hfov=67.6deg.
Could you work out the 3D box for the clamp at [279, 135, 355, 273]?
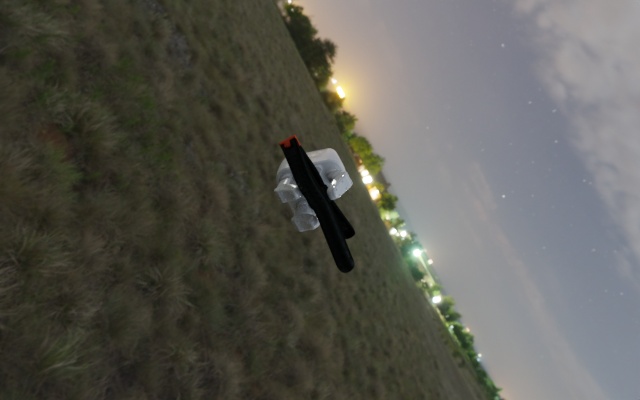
[{"bbox_3d":[0.001,0.001,0.719,0.036,0.210,0.164,-27,17,9],"label":"clamp"}]
